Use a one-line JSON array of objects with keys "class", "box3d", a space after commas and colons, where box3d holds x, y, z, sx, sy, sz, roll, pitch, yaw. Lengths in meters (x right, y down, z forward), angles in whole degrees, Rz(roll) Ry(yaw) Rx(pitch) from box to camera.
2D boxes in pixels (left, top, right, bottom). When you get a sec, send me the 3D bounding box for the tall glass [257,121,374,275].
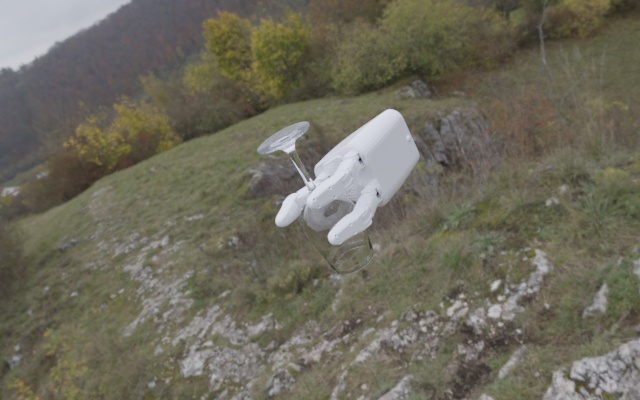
[{"class": "tall glass", "box3d": [0.000, 0.002, 0.621, 0.079, 0.201, 0.079, -25, 23, 11]}]
